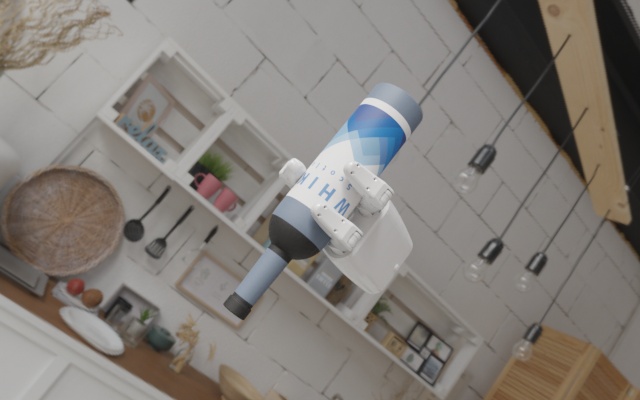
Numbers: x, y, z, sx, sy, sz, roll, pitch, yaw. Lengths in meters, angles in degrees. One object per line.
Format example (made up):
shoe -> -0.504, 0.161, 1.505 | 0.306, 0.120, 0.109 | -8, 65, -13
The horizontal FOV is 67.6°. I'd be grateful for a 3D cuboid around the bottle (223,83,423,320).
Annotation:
bottle -> 0.000, 0.001, 0.518 | 0.069, 0.295, 0.069 | 37, -12, 9
